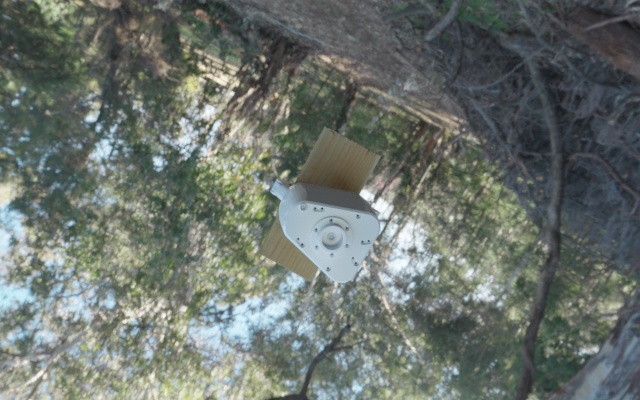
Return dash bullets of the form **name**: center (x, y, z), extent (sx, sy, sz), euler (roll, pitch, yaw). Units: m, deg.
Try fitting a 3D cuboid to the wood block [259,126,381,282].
- **wood block**: center (0.000, 0.002, 0.715), extent (0.091, 0.206, 0.090), euler (29, 7, 1)
